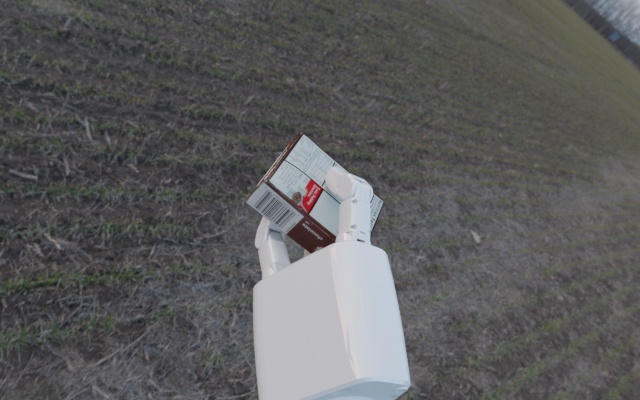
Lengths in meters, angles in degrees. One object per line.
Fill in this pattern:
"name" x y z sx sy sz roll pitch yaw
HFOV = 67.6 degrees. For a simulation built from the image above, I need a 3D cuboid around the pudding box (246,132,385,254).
"pudding box" 0.000 0.001 0.446 0.039 0.113 0.090 -41 12 39
